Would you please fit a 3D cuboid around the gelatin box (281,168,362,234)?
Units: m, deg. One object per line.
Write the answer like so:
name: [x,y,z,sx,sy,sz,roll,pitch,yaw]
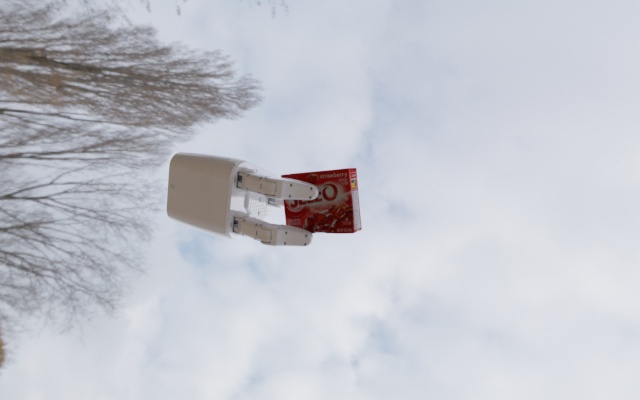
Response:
gelatin box: [0.001,0.002,0.556,0.089,0.073,0.030,-3,4,25]
